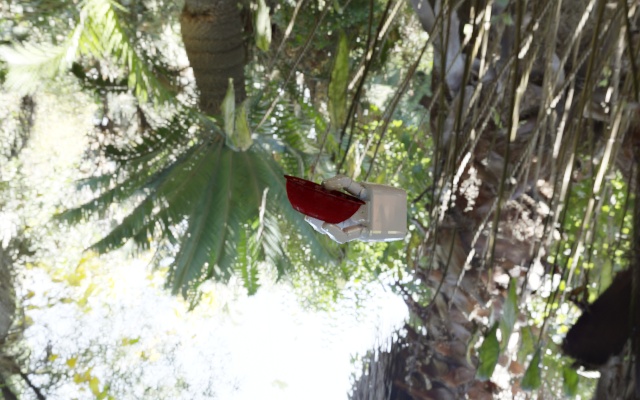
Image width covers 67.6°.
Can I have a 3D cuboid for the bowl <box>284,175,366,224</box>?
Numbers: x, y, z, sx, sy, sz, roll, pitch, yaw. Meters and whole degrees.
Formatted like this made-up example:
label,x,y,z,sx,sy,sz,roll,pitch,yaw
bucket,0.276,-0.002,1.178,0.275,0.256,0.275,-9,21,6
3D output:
label,x,y,z,sx,sy,sz,roll,pitch,yaw
bowl,-0.001,0.003,0.888,0.162,0.055,0.162,19,5,-2
